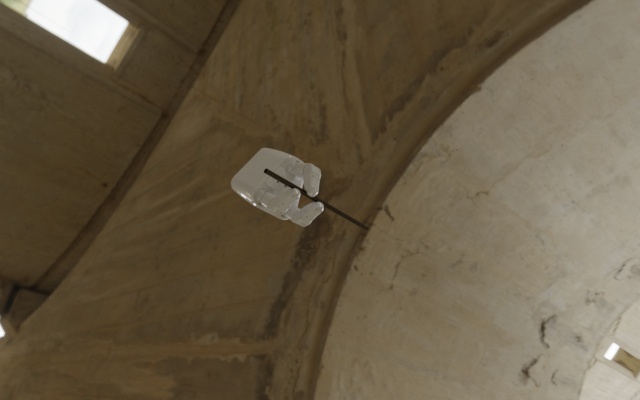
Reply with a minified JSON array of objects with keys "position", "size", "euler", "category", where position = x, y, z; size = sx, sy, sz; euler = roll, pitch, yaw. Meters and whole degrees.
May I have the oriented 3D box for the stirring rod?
[{"position":[0.000,0.003,0.800],"size":[0.240,0.011,0.011],"euler":[30,-19,-37],"category":"stirring rod"}]
